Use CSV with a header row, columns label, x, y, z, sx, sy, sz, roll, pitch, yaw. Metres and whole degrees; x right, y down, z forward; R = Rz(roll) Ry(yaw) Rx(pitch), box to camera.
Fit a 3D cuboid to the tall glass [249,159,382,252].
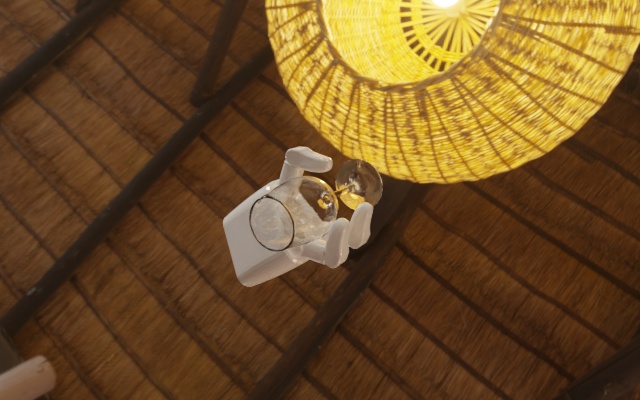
label,x,y,z,sx,sy,sz,roll,pitch,yaw
tall glass,0.001,0.002,0.590,0.079,0.079,0.201,0,14,33
